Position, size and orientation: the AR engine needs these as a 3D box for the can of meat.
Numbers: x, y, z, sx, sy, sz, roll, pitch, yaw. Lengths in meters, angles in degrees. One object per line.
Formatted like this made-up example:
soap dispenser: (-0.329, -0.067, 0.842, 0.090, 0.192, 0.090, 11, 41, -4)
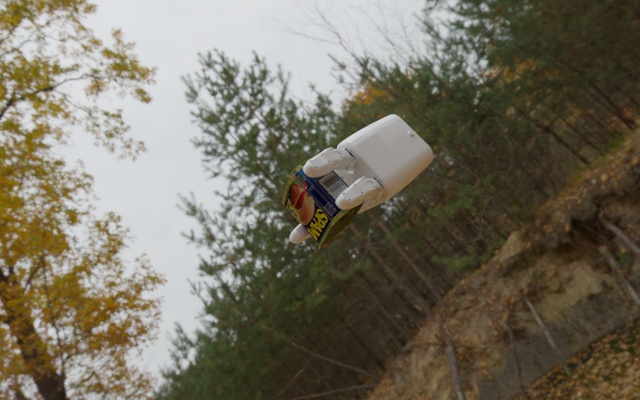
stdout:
can of meat: (0.000, 0.002, 0.614, 0.057, 0.084, 0.102, -36, -14, -27)
